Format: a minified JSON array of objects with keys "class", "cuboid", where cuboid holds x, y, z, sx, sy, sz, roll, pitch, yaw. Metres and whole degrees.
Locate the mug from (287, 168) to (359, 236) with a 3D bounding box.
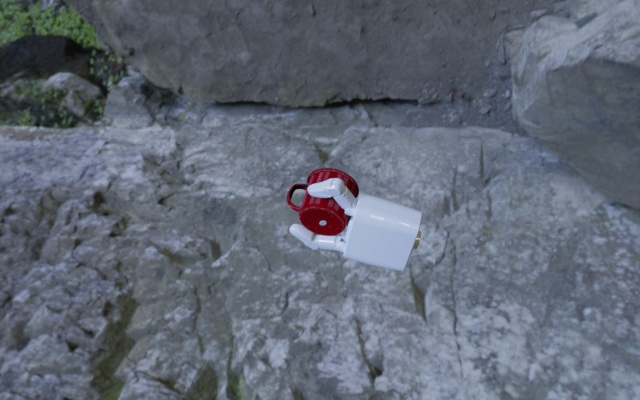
[{"class":"mug","cuboid":[-0.001,0.002,0.806,0.117,0.081,0.093,14,-37,5]}]
